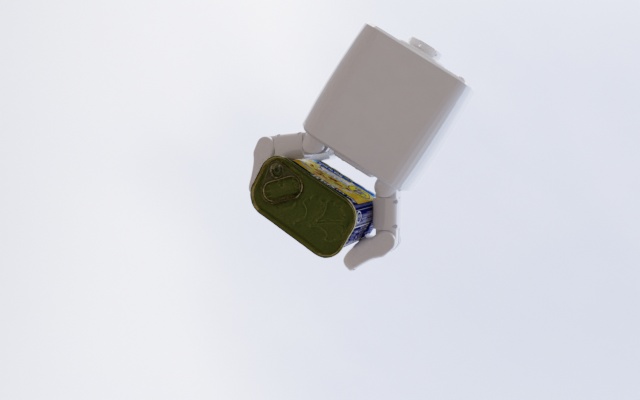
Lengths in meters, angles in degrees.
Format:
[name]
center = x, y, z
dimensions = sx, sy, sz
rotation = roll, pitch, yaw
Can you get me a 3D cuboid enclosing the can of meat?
[can of meat]
center = 0.000, 0.002, 0.446
dimensions = 0.102, 0.057, 0.084
rotation = 34, 18, 19
